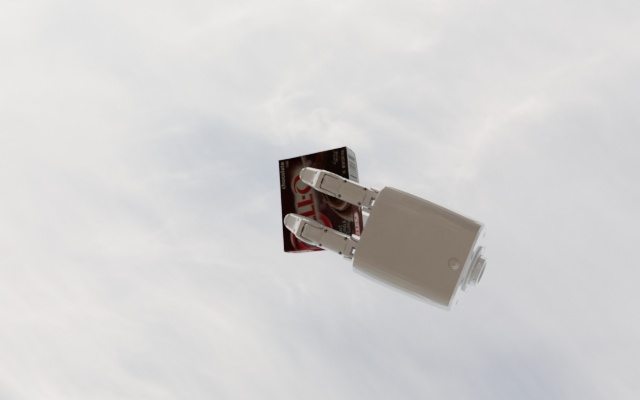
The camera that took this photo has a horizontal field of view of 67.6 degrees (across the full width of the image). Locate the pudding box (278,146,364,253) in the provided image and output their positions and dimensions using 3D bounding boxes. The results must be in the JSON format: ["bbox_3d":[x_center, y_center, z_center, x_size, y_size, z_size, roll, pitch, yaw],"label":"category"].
[{"bbox_3d":[0.000,0.002,0.552,0.090,0.113,0.039,-9,-13,24],"label":"pudding box"}]
